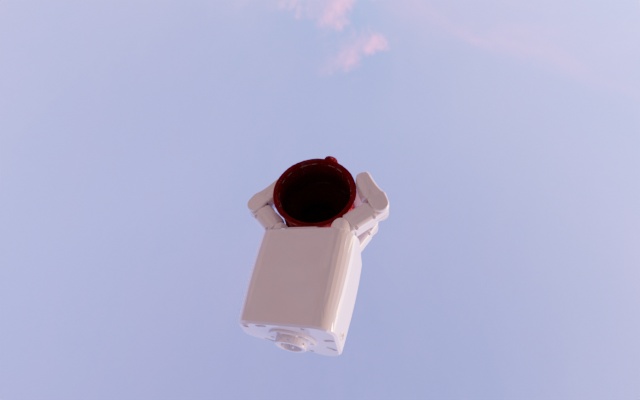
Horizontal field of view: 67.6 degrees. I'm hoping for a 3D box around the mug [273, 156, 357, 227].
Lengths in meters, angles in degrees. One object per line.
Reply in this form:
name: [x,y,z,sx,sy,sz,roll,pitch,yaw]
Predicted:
mug: [0.000,0.001,0.567,0.093,0.117,0.082,8,-32,12]
